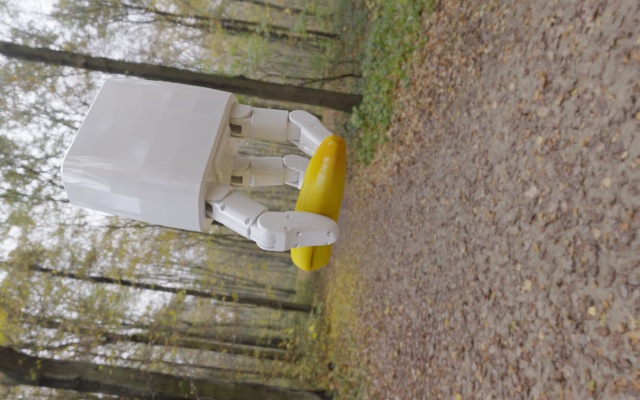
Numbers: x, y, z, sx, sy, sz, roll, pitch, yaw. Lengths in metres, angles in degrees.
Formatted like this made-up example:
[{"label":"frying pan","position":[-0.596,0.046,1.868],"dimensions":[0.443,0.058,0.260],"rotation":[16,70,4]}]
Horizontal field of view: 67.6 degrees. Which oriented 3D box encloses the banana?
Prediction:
[{"label":"banana","position":[-0.004,0.019,0.414],"dimensions":[0.037,0.069,0.198],"rotation":[12,-23,3]}]
